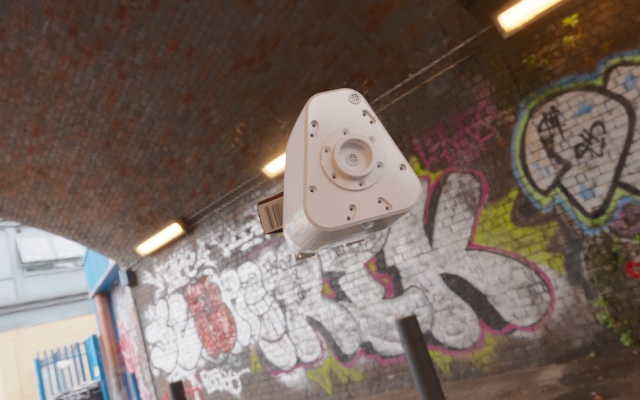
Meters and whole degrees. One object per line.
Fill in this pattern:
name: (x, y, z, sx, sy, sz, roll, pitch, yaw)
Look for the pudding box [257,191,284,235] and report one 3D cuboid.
pudding box: (0.000, 0.002, 0.514, 0.113, 0.039, 0.090, -18, -6, 15)
